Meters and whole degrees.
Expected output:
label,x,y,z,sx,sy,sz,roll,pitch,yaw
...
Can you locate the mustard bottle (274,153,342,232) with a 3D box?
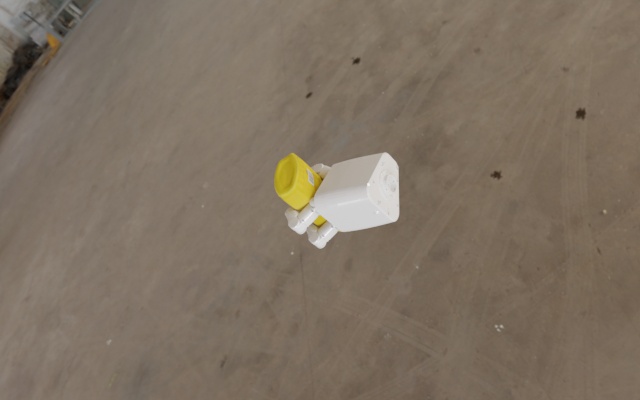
label,x,y,z,sx,sy,sz,roll,pitch,yaw
mustard bottle,0.000,0.003,0.855,0.058,0.096,0.192,-33,-49,22
